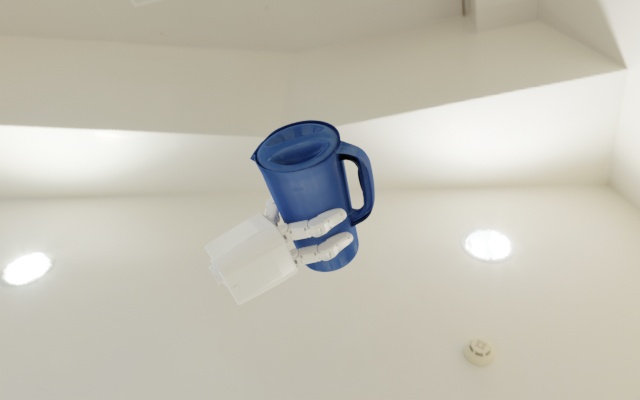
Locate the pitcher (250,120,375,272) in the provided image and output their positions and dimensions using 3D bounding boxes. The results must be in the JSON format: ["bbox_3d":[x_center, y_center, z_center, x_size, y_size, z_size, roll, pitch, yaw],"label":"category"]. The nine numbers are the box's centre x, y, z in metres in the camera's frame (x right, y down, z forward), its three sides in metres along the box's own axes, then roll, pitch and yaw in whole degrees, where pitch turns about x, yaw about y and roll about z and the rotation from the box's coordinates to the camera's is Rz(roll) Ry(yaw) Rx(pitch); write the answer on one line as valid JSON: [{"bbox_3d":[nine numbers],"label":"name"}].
[{"bbox_3d":[0.000,0.003,0.776,0.145,0.243,0.149,-29,41,-14],"label":"pitcher"}]
